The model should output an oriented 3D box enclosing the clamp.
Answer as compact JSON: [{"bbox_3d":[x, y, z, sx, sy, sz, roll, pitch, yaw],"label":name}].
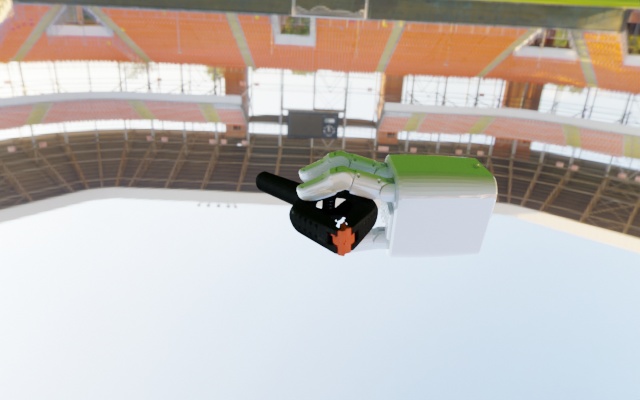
[{"bbox_3d":[0.000,0.003,0.540,0.164,0.036,0.210,-2,22,1],"label":"clamp"}]
